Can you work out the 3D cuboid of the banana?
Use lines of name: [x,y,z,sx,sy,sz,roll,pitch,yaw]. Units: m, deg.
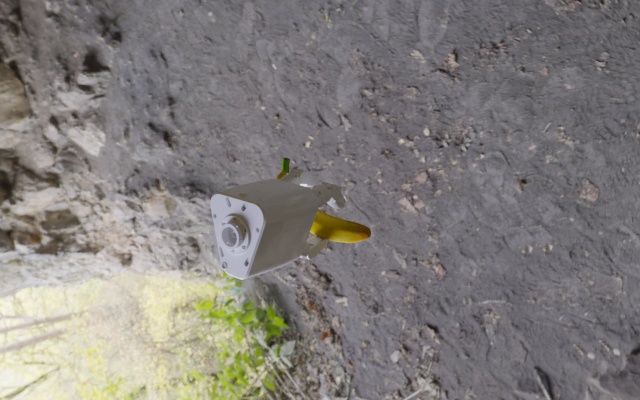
banana: [-0.011,0.015,0.744,0.197,0.070,0.037,41,27,23]
